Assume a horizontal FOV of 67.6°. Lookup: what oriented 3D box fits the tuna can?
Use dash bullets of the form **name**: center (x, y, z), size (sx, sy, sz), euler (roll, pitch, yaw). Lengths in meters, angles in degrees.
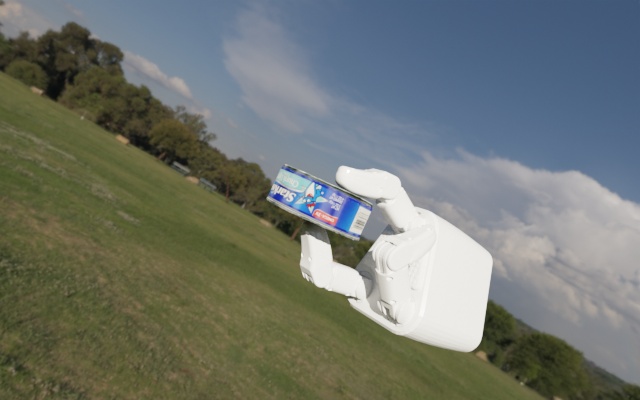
- **tuna can**: center (0.000, 0.001, 0.403), size (0.086, 0.034, 0.086), euler (25, 1, 0)
